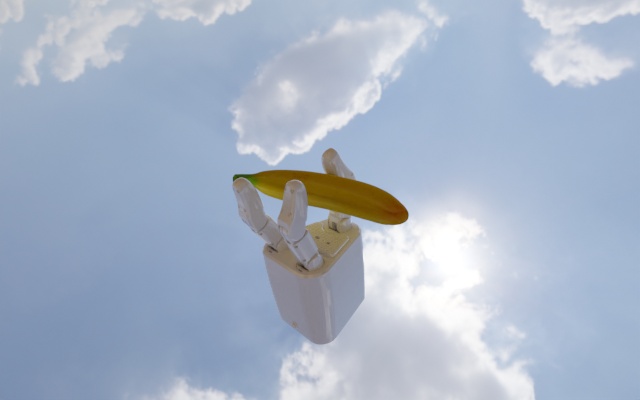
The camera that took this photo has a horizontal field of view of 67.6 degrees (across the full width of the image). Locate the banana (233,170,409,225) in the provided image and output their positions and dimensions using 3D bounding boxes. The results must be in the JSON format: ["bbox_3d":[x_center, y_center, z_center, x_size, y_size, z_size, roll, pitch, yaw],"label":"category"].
[{"bbox_3d":[0.006,-0.005,0.504,0.198,0.037,0.069,11,22,26],"label":"banana"}]
